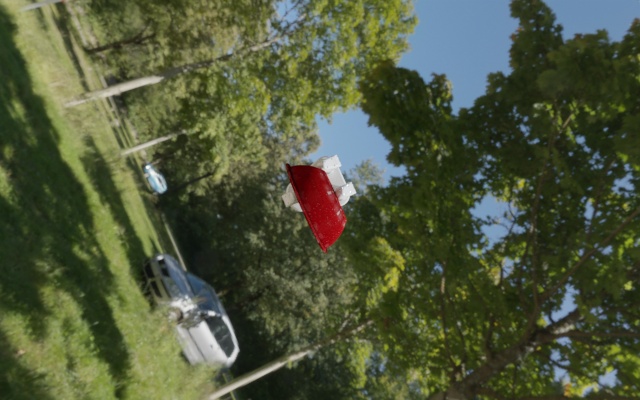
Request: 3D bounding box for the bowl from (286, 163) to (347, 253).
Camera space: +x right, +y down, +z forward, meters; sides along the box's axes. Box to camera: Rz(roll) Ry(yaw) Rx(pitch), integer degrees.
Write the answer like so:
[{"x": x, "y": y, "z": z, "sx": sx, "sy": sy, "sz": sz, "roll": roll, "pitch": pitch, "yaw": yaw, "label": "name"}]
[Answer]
[{"x": 0.001, "y": 0.003, "z": 0.785, "sx": 0.055, "sy": 0.162, "sz": 0.162, "roll": -24, "pitch": -2, "yaw": 3, "label": "bowl"}]
